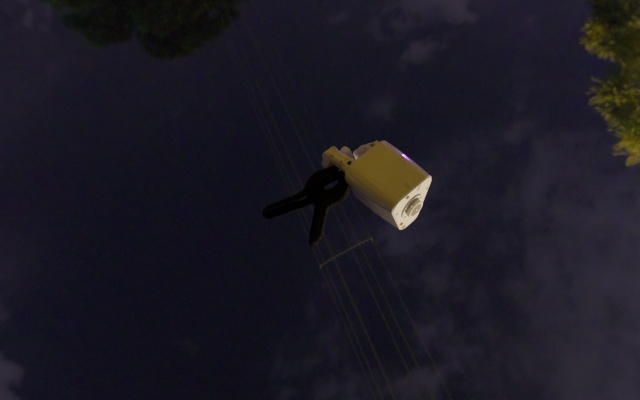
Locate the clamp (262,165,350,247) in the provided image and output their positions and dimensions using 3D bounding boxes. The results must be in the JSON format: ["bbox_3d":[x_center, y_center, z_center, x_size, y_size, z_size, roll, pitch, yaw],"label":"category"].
[{"bbox_3d":[0.000,0.003,0.800,0.120,0.171,0.039,41,-20,30],"label":"clamp"}]
